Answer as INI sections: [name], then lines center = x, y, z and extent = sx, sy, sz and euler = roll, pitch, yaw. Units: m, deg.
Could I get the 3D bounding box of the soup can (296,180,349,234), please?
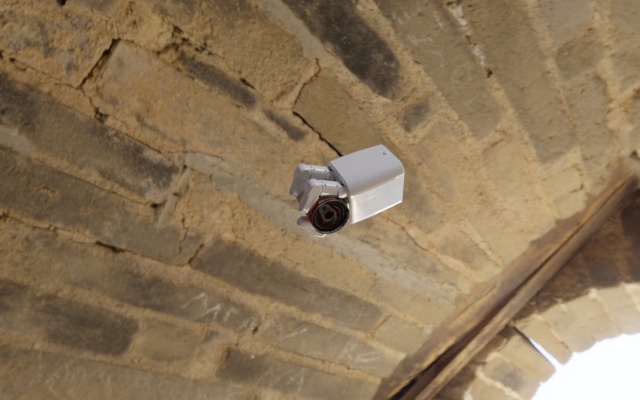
[soup can]
center = 0.000, 0.003, 0.837
extent = 0.068, 0.068, 0.102
euler = 0, 31, -24
